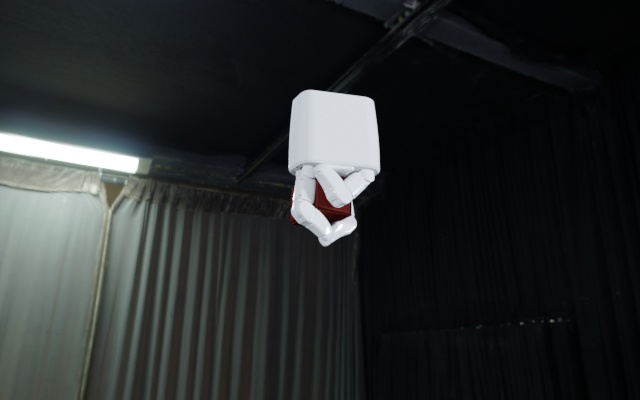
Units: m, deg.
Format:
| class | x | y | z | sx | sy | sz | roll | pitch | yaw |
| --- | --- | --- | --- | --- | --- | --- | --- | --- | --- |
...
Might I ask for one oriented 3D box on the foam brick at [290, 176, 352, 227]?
| class | x | y | z | sx | sy | sz | roll | pitch | yaw |
| --- | --- | --- | --- | --- | --- | --- | --- | --- | --- |
| foam brick | 0.000 | 0.002 | 0.639 | 0.053 | 0.051 | 0.078 | 11 | -22 | -29 |
